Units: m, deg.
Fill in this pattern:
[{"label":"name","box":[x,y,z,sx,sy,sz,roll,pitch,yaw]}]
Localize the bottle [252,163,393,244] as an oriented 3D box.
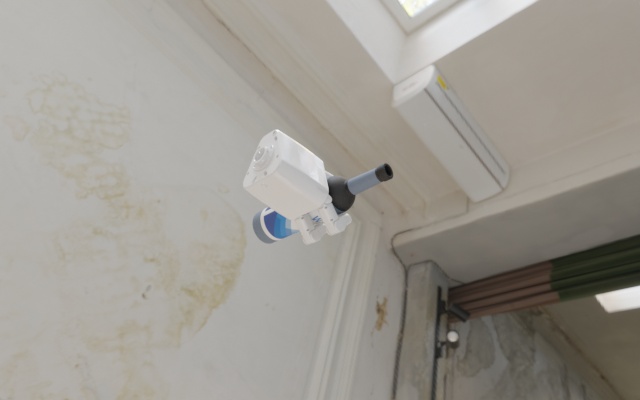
[{"label":"bottle","box":[0.000,0.003,0.840,0.296,0.069,0.069,-25,-16,37]}]
